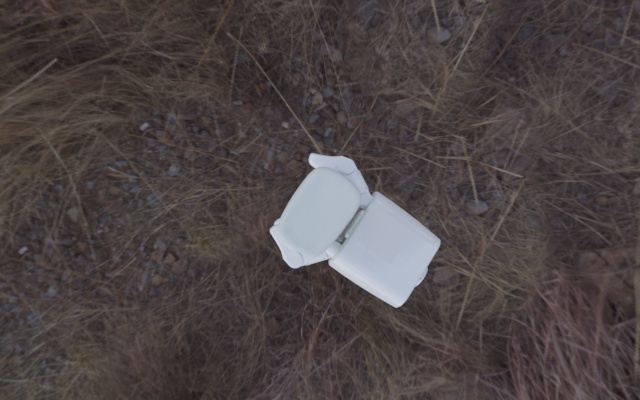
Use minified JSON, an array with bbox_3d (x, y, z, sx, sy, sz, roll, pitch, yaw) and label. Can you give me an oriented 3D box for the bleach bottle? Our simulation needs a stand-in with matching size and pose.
[{"bbox_3d":[0.000,0.002,0.643,0.068,0.102,0.251,35,6,-2],"label":"bleach bottle"}]
